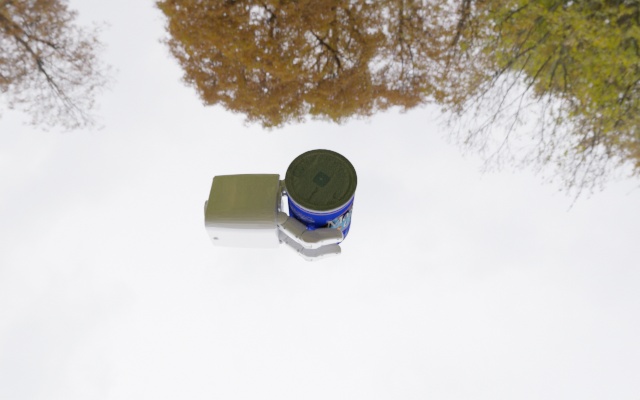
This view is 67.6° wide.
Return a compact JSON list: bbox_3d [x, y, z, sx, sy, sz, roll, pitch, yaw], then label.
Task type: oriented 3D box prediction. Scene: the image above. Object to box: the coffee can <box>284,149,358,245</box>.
[{"bbox_3d":[0.000,0.002,0.728,0.103,0.102,0.140,0,-28,-1],"label":"coffee can"}]
